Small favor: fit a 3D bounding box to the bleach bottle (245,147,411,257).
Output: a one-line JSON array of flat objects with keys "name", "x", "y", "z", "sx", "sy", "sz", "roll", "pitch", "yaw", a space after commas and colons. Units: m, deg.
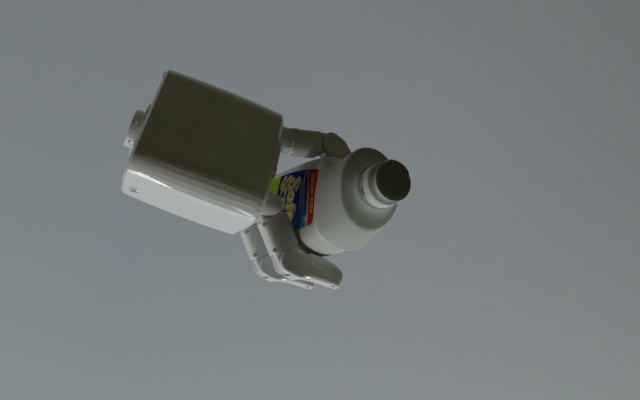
[{"name": "bleach bottle", "x": 0.000, "y": 0.002, "z": 0.432, "sx": 0.068, "sy": 0.102, "sz": 0.251, "roll": 21, "pitch": -18, "yaw": -19}]
